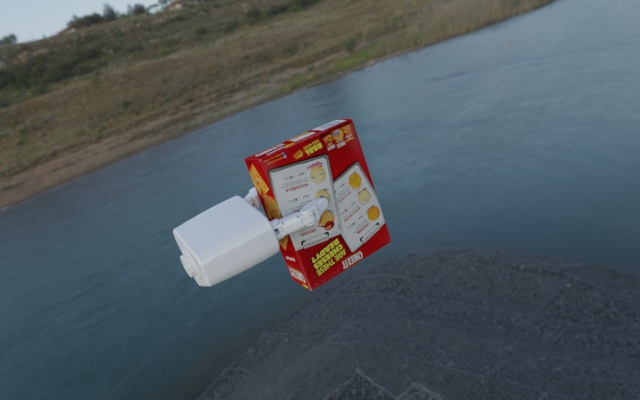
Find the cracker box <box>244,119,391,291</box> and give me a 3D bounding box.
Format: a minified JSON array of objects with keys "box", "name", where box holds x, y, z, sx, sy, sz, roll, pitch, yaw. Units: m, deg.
[{"box":[0.000,0.002,0.737,0.164,0.214,0.072,-28,19,-24],"name":"cracker box"}]
